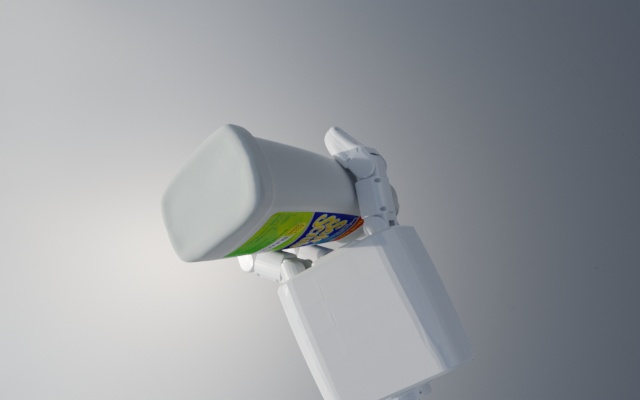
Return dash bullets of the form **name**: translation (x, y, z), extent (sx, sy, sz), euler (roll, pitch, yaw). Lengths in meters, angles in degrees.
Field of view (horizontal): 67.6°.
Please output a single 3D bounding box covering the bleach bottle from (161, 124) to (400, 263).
- **bleach bottle**: translation (0.000, 0.001, 0.406), extent (0.102, 0.068, 0.251), euler (-37, -23, 31)
